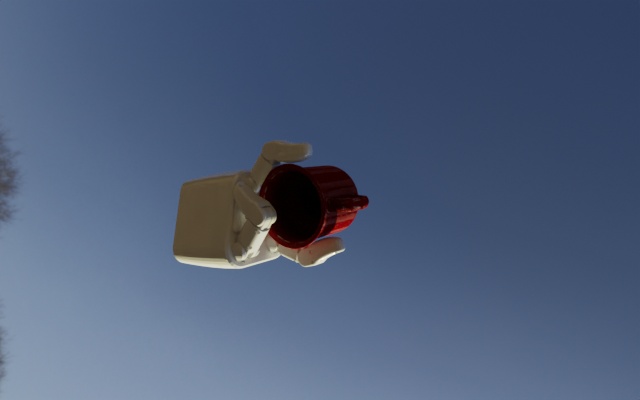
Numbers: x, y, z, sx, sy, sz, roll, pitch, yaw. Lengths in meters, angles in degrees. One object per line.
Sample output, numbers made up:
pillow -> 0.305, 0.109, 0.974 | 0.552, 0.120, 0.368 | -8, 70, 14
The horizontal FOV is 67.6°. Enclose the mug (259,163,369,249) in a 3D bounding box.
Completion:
mug -> 0.001, 0.002, 0.538 | 0.117, 0.093, 0.081 | -3, 4, 36
